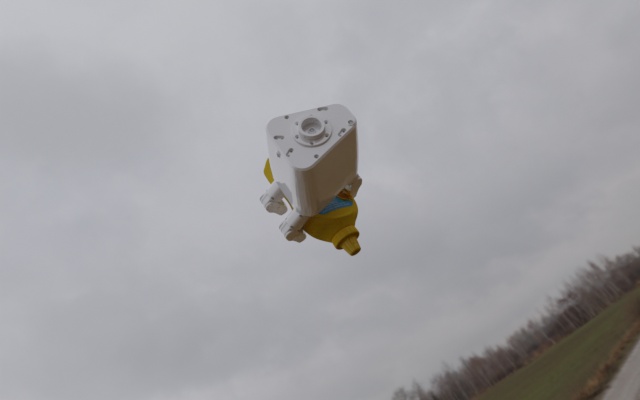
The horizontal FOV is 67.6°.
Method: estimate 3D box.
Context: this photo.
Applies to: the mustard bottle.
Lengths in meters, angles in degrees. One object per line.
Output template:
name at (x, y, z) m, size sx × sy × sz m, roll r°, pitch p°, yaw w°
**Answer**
mustard bottle at (0.000, 0.002, 0.707) m, size 0.096 × 0.191 × 0.058 m, roll -15°, pitch -33°, yaw -35°
